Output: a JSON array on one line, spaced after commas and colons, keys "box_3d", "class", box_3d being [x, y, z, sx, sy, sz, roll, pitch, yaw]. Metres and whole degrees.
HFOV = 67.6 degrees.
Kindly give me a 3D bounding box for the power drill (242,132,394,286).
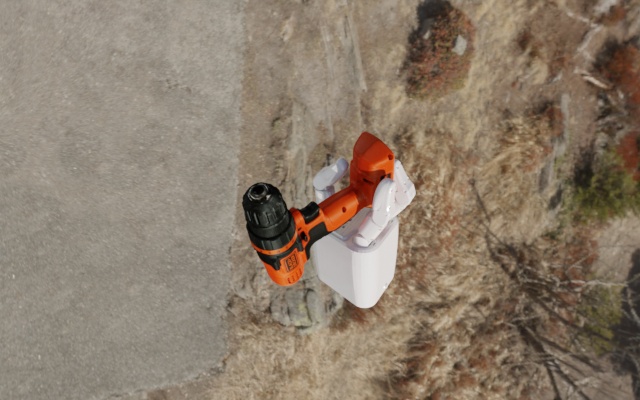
[{"box_3d": [0.000, 0.002, 0.548, 0.187, 0.057, 0.185, -36, -28, -17], "class": "power drill"}]
